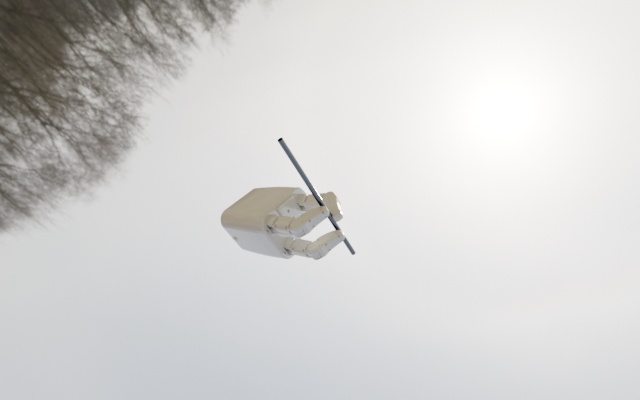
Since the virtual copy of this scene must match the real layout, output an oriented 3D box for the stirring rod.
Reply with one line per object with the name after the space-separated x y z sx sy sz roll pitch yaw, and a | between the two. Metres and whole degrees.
0.000 0.002 0.694 0.011 0.011 0.240 0 -43 37 | stirring rod
